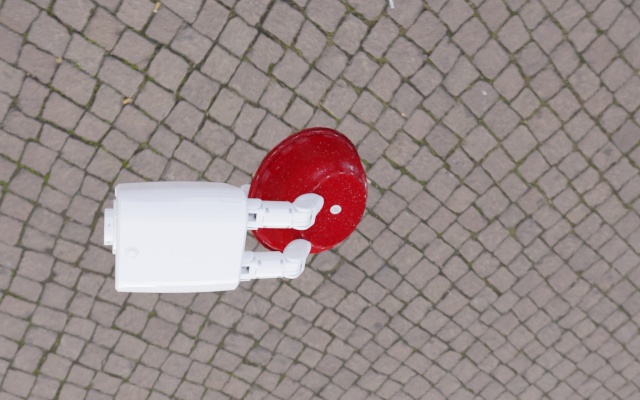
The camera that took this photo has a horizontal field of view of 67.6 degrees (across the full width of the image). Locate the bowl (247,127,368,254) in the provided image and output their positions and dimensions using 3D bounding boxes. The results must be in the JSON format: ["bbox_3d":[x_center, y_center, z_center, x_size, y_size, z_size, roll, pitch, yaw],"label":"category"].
[{"bbox_3d":[0.001,0.002,0.543,0.162,0.162,0.055,0,23,-39],"label":"bowl"}]
